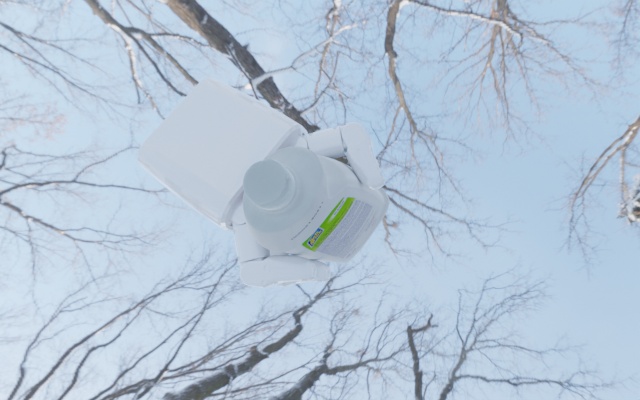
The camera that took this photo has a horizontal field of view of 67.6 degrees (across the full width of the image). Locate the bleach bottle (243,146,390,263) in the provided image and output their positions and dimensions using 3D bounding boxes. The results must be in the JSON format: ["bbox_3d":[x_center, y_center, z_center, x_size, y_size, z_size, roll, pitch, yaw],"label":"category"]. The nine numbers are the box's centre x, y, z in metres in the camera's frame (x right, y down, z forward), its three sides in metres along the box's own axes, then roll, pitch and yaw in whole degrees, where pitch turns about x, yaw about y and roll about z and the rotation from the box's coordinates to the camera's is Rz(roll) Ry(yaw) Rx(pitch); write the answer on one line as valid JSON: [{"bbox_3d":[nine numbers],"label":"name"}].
[{"bbox_3d":[0.000,0.001,0.413,0.068,0.102,0.251,34,0,17],"label":"bleach bottle"}]
